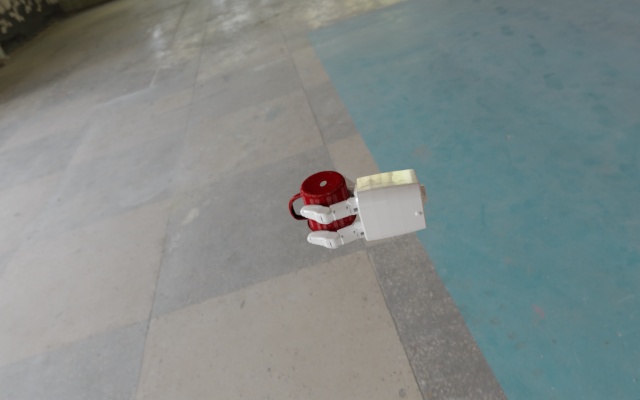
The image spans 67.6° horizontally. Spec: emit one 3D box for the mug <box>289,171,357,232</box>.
[{"bbox_3d":[-0.001,0.003,0.856,0.117,0.082,0.093,-11,35,8],"label":"mug"}]
